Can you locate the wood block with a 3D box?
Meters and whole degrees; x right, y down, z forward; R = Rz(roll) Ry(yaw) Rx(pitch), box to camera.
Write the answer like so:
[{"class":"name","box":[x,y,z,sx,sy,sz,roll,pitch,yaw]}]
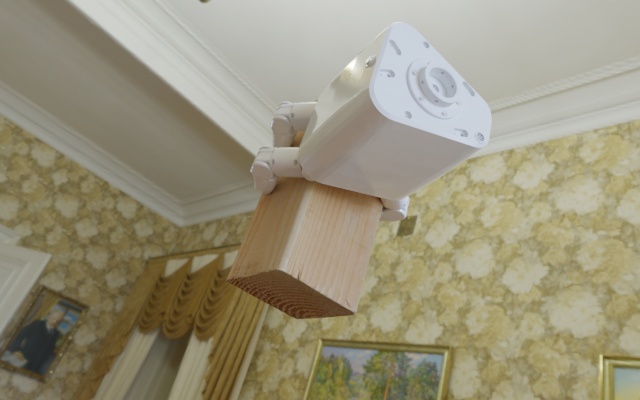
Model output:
[{"class":"wood block","box":[0.001,0.002,0.472,0.091,0.206,0.090,36,-34,-28]}]
